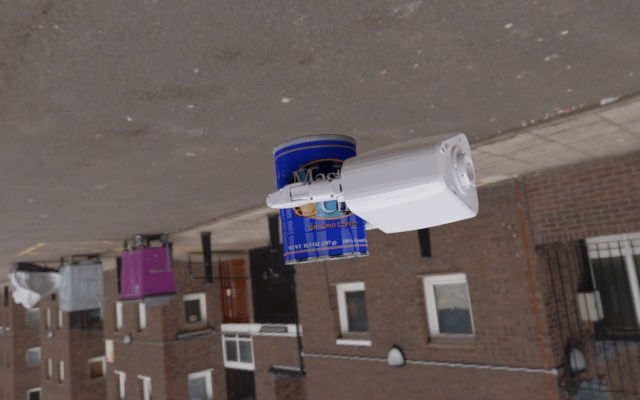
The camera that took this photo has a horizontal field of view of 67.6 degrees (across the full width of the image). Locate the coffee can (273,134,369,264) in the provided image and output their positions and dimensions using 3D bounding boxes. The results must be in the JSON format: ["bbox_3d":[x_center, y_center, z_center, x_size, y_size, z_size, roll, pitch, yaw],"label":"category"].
[{"bbox_3d":[0.000,0.002,0.578,0.103,0.140,0.103,-6,-8,-1],"label":"coffee can"}]
